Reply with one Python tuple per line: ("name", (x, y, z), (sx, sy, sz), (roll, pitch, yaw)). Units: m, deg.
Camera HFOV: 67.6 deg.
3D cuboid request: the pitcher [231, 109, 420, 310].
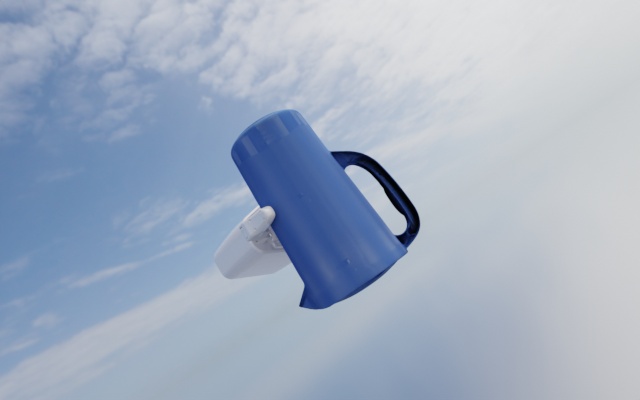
("pitcher", (0.000, 0.002, 0.611), (0.149, 0.243, 0.145), (-25, -13, -46))
